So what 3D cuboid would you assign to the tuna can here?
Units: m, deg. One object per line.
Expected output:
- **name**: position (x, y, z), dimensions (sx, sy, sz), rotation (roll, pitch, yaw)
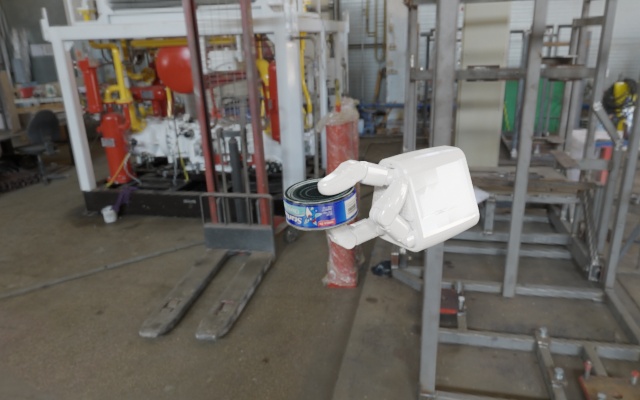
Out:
- **tuna can**: position (0.000, 0.001, 0.556), dimensions (0.086, 0.034, 0.086), rotation (-6, 22, 3)
